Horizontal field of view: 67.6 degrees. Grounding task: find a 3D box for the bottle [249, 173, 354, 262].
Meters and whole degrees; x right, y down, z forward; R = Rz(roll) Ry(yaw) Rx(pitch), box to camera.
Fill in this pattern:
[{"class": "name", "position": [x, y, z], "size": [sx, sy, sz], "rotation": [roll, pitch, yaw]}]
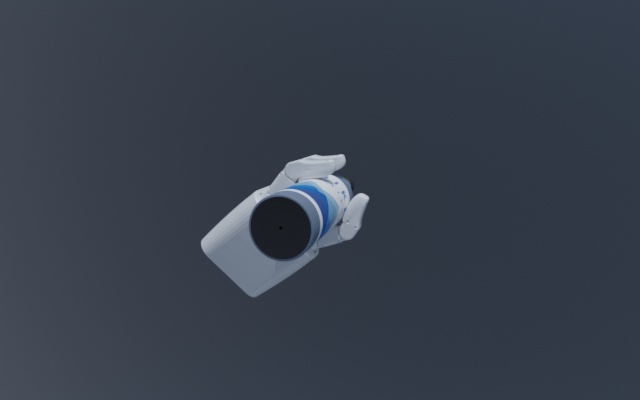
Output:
[{"class": "bottle", "position": [0.000, 0.002, 0.596], "size": [0.069, 0.069, 0.295], "rotation": [0, 10, 15]}]
